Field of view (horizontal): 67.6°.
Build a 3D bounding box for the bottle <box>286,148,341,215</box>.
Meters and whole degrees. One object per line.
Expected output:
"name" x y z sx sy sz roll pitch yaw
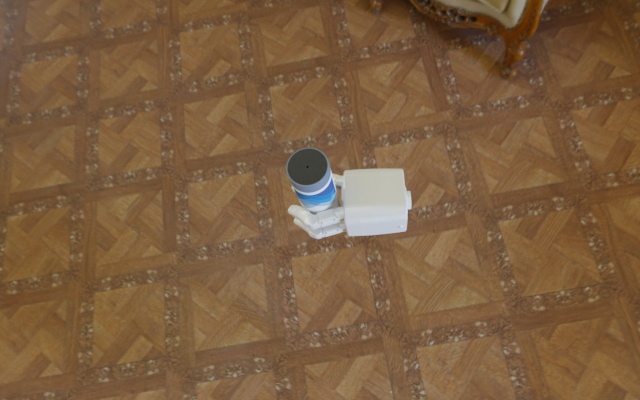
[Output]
"bottle" 0.000 0.003 0.860 0.069 0.069 0.296 0 -22 8
